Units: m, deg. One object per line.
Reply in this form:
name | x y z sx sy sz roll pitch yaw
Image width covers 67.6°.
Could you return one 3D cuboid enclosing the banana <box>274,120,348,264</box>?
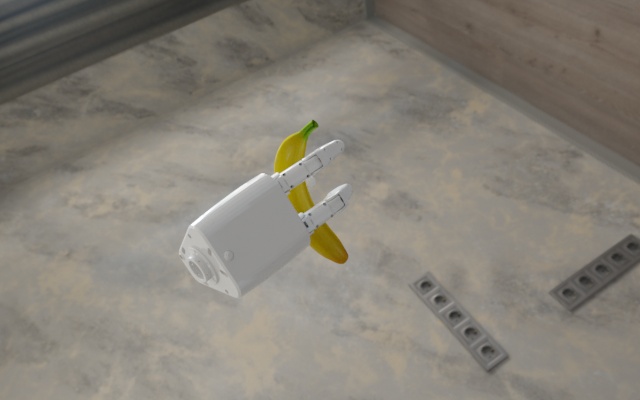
banana | -0.017 0.000 0.607 0.069 0.198 0.037 -2 27 26
